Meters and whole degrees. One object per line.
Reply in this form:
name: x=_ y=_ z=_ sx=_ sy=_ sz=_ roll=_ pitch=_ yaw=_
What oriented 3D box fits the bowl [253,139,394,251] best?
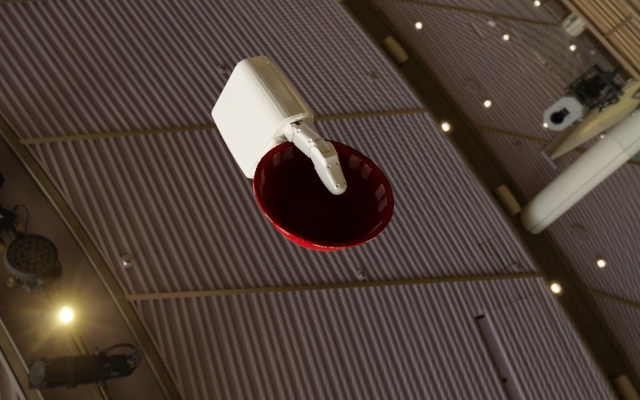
bowl: x=0.000 y=0.003 z=0.551 sx=0.162 sy=0.162 sz=0.055 roll=0 pitch=-40 yaw=-16
